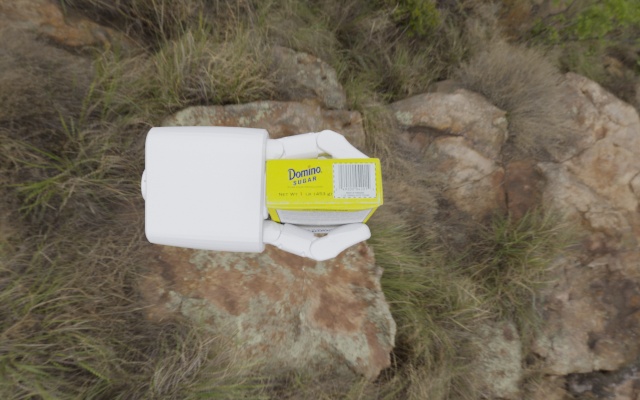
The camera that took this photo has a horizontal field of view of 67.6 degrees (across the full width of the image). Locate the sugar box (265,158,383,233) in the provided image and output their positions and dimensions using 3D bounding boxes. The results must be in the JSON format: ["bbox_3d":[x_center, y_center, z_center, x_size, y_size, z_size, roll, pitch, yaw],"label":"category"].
[{"bbox_3d":[0.000,0.001,0.458,0.093,0.048,0.176,0,-8,-2],"label":"sugar box"}]
